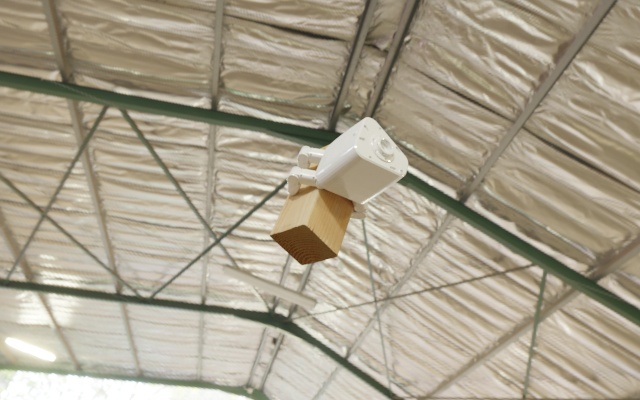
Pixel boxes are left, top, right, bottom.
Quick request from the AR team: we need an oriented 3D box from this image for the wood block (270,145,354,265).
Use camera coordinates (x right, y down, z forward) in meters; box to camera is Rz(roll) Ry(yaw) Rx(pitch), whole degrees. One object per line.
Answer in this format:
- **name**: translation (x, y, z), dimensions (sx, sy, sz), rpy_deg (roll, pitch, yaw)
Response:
- **wood block**: translation (0.001, 0.003, 0.863), dimensions (0.090, 0.206, 0.091), rpy_deg (-20, -55, 39)
